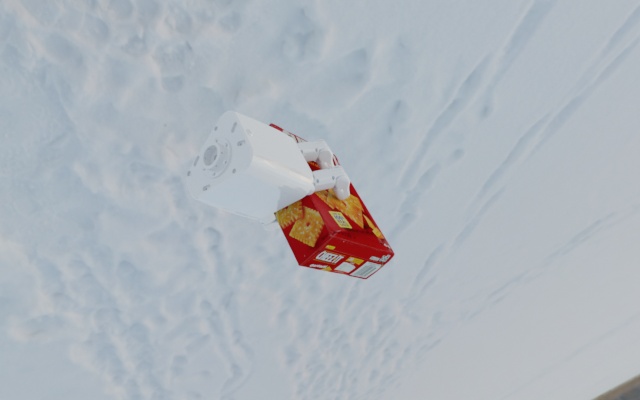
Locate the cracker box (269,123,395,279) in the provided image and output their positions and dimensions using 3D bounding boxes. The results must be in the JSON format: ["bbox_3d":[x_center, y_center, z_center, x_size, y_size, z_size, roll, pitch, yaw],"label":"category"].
[{"bbox_3d":[0.000,0.003,0.695,0.072,0.213,0.164,-42,-35,21],"label":"cracker box"}]
